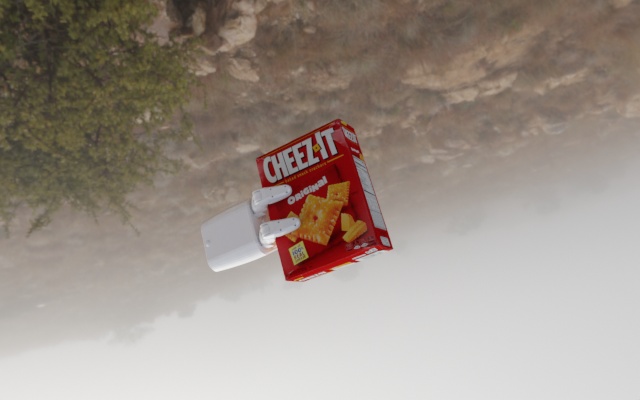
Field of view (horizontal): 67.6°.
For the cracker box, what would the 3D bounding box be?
[{"bbox_3d":[0.000,0.003,0.755,0.164,0.213,0.072,-23,-18,21],"label":"cracker box"}]
